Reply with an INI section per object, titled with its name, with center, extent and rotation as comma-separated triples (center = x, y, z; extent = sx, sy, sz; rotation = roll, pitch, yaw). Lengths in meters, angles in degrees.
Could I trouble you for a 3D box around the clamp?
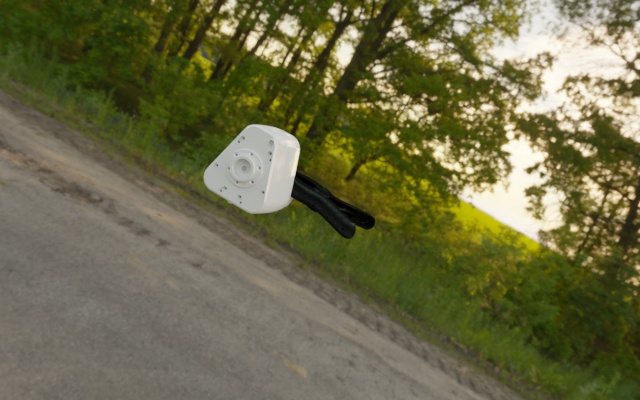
[clamp]
center = 0.000, 0.002, 0.711
extent = 0.171, 0.039, 0.120
rotation = 30, 8, 8
